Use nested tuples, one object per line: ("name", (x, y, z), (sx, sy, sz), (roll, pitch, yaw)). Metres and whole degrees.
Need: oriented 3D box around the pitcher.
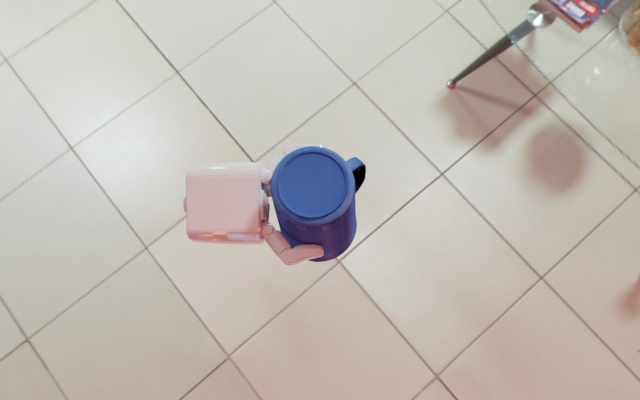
("pitcher", (0.000, 0.002, 0.712), (0.145, 0.149, 0.243), (0, -15, 1))
